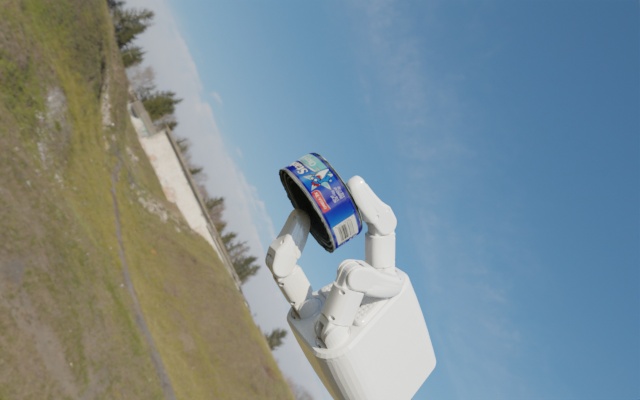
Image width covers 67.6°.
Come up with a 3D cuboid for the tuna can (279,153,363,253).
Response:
[{"bbox_3d":[0.001,0.001,0.420,0.034,0.086,0.086,-32,8,-12],"label":"tuna can"}]
